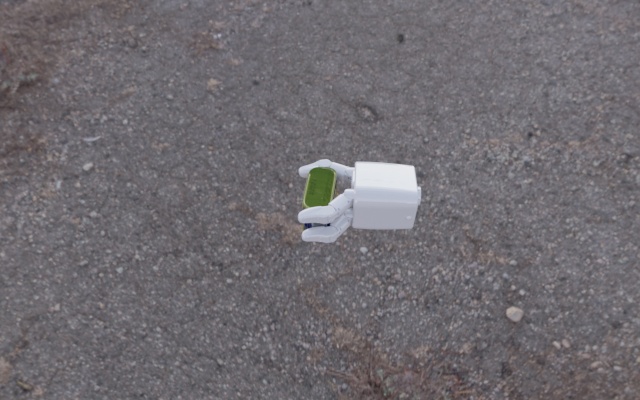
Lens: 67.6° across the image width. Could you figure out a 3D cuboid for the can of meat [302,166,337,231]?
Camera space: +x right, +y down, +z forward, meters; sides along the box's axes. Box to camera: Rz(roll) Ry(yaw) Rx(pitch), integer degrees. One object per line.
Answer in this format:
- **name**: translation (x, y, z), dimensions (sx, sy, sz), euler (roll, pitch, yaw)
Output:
- **can of meat**: translation (0.000, 0.002, 0.842), dimensions (0.057, 0.102, 0.084), euler (6, -36, 6)
